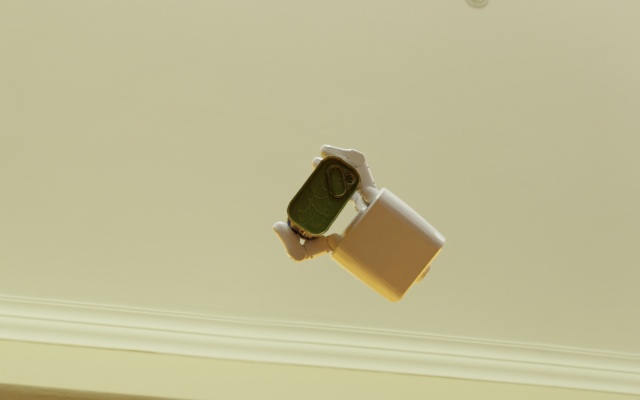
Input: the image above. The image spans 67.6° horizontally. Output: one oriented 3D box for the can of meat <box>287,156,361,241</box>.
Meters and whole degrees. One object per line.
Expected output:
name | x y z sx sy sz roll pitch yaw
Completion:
can of meat | 0.000 0.002 0.619 0.057 0.102 0.084 36 -14 2
